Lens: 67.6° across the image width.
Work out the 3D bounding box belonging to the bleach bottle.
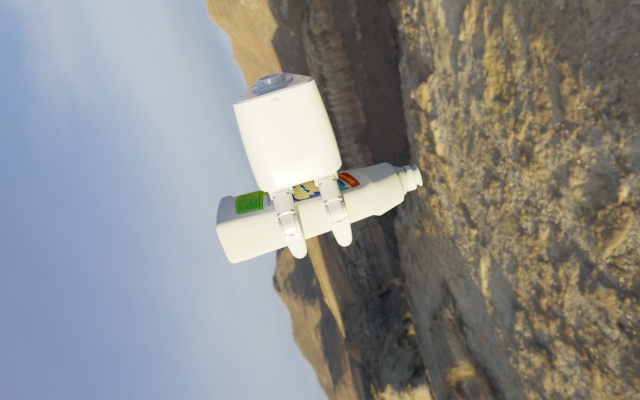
[{"bbox_3d":[0.000,0.002,0.599,0.251,0.068,0.102,-17,23,1],"label":"bleach bottle"}]
